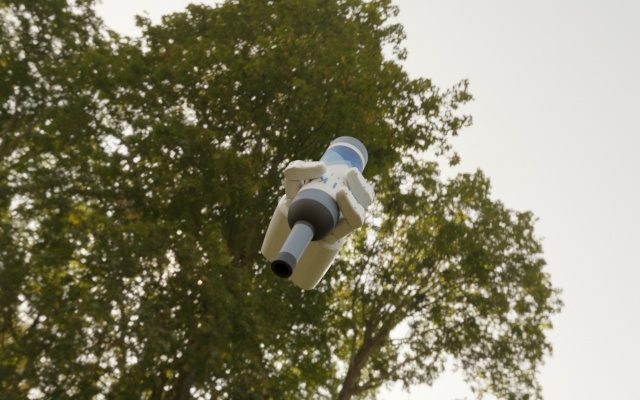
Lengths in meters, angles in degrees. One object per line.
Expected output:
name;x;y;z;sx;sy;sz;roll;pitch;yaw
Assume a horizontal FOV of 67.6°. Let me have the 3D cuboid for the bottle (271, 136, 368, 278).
bottle;0.000;0.002;0.666;0.069;0.069;0.295;0;32;21
